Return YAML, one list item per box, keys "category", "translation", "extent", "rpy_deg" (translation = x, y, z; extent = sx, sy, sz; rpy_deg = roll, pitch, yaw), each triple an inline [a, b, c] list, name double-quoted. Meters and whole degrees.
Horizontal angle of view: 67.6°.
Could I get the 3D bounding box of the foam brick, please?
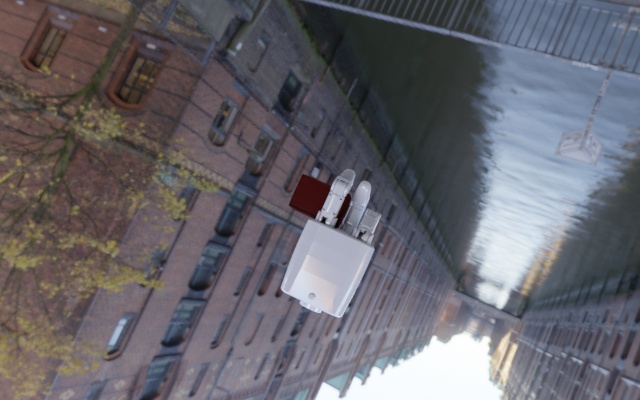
- category: "foam brick"
  translation: [0.000, 0.002, 0.698]
  extent: [0.078, 0.051, 0.053]
  rpy_deg: [24, -4, 8]
